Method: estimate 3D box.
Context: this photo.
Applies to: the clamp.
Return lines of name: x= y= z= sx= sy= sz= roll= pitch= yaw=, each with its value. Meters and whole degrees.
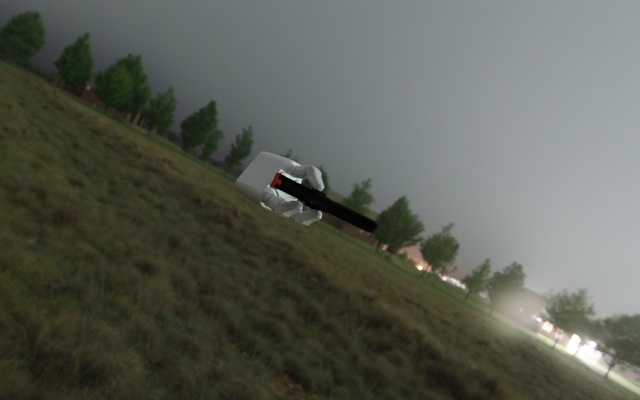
clamp: x=0.000 y=0.002 z=0.891 sx=0.210 sy=0.036 sz=0.164 roll=28 pitch=-4 yaw=-44
